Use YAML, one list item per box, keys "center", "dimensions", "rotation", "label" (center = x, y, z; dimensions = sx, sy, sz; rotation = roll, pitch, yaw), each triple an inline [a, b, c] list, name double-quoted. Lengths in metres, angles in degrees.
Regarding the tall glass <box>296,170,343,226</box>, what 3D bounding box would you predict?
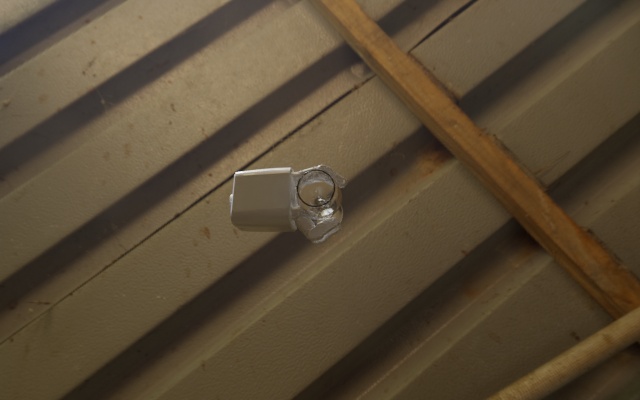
- center: [0.000, 0.003, 0.857]
  dimensions: [0.079, 0.079, 0.201]
  rotation: [0, -13, 4]
  label: "tall glass"
